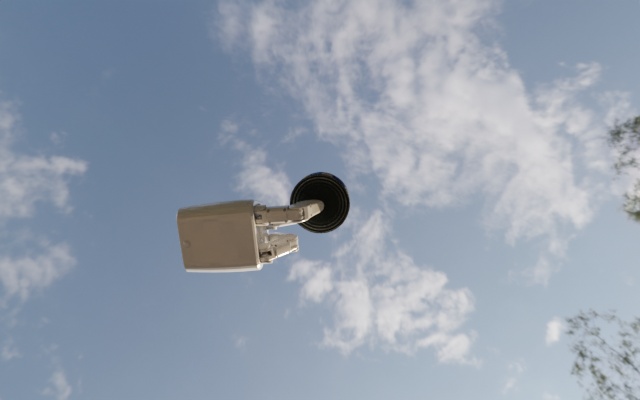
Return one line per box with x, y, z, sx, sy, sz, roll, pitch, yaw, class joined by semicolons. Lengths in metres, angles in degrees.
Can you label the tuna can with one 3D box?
0.000;0.002;0.690;0.086;0.086;0.033;0;11;5;tuna can
